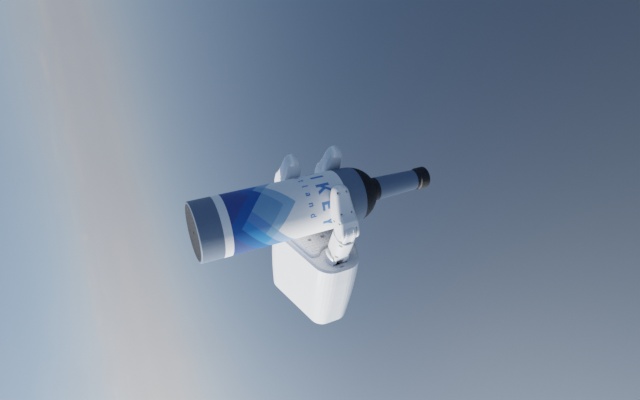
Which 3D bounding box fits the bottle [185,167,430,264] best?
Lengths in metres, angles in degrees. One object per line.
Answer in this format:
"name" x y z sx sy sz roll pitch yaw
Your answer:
"bottle" 0.000 0.002 0.549 0.295 0.069 0.069 -14 5 -23
